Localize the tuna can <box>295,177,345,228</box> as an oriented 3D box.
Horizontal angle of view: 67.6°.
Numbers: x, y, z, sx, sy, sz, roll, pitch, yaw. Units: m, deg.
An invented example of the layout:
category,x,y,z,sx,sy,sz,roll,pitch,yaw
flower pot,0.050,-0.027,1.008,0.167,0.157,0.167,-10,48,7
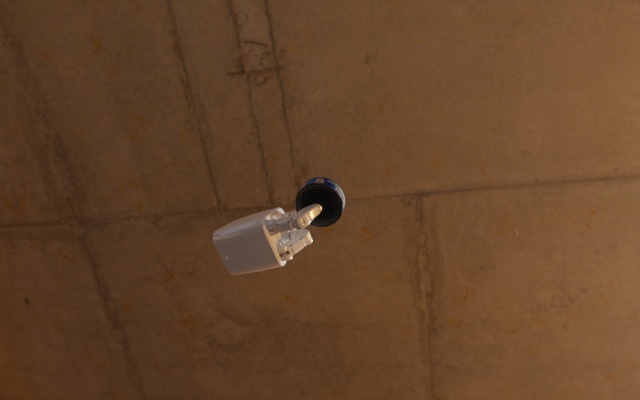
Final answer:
category,x,y,z,sx,sy,sz,roll,pitch,yaw
tuna can,0.000,0.003,0.845,0.086,0.086,0.033,0,25,13
